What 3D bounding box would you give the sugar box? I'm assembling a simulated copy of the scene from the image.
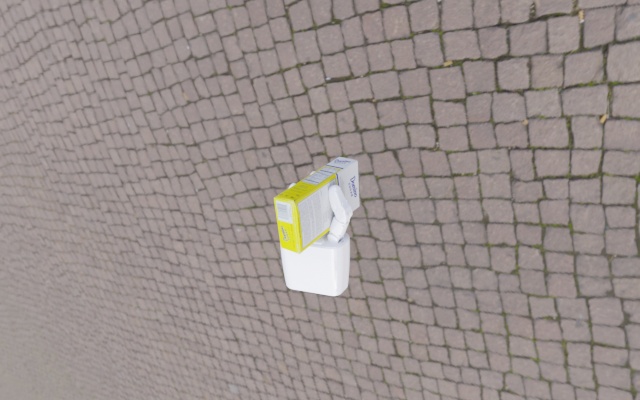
[{"bbox_3d":[0.000,0.003,0.781,0.048,0.093,0.176,13,32,31],"label":"sugar box"}]
